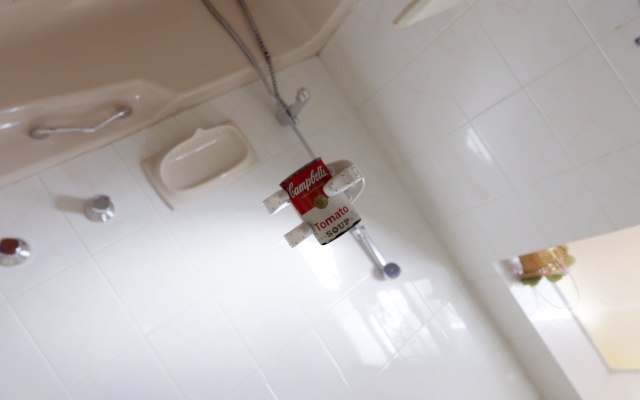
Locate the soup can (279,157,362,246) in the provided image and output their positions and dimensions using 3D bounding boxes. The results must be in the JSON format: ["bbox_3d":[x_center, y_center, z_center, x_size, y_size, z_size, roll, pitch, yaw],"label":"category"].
[{"bbox_3d":[0.000,0.002,0.642,0.068,0.102,0.068,-34,0,0],"label":"soup can"}]
